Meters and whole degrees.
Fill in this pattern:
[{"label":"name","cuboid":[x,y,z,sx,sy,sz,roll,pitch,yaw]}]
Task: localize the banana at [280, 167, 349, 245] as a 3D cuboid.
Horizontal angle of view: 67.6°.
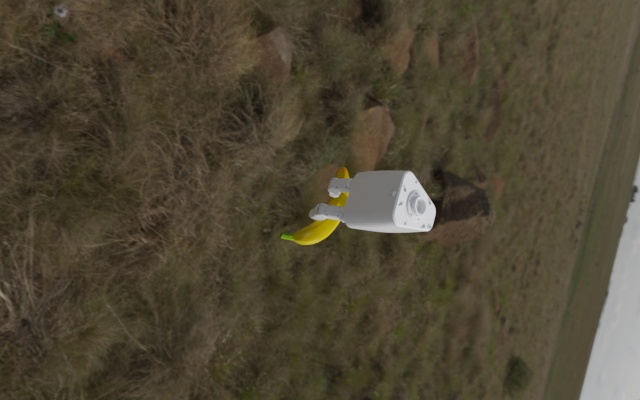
[{"label":"banana","cuboid":[0.011,0.018,0.897,0.197,0.069,0.037,-49,10,-29]}]
